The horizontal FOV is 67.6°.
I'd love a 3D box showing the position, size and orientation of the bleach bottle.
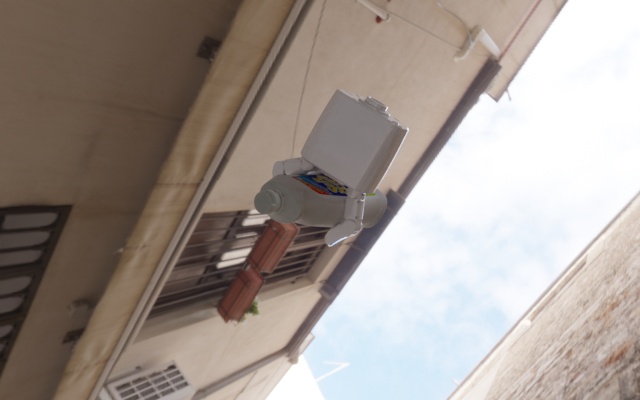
[{"bbox_3d":[0.000,0.002,0.693,0.102,0.068,0.251,38,21,24],"label":"bleach bottle"}]
